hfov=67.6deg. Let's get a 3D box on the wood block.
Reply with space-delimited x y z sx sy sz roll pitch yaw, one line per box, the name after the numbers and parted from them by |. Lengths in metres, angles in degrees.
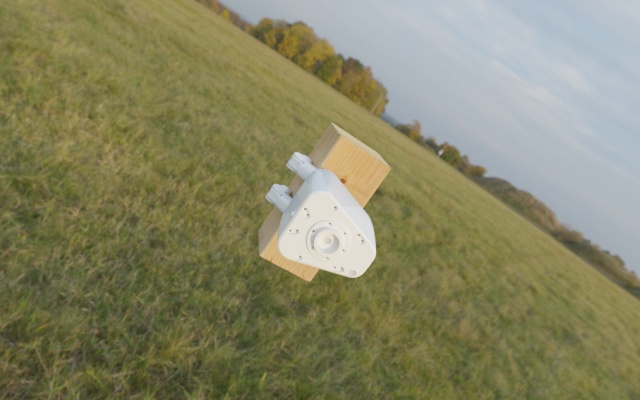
0.000 0.002 0.707 0.091 0.206 0.090 31 14 -18 | wood block
